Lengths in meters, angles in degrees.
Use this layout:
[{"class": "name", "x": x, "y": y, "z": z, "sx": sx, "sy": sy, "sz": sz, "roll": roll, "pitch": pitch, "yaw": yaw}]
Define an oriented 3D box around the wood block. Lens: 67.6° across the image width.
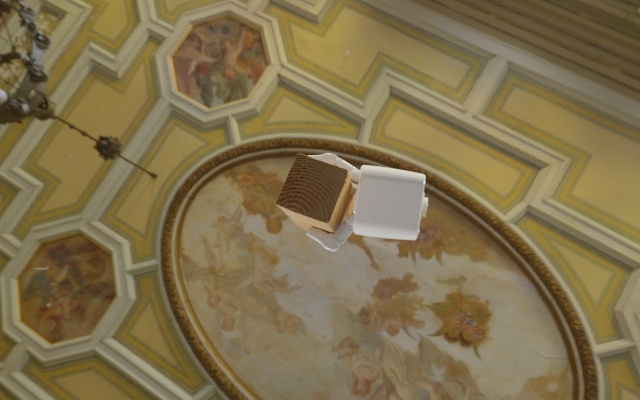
[{"class": "wood block", "x": 0.000, "y": 0.003, "z": 0.822, "sx": 0.090, "sy": 0.091, "sz": 0.206, "roll": 20, "pitch": -10, "yaw": 12}]
